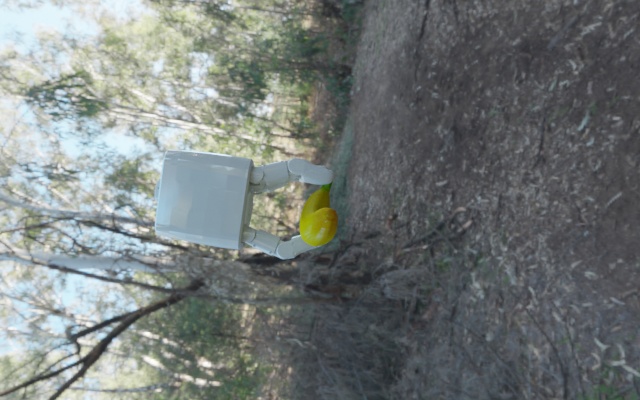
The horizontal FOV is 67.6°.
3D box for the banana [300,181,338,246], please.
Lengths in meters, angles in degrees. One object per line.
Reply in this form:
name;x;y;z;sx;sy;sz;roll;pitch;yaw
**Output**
banana;-0.004;0.019;0.569;0.037;0.070;0.197;11;14;-4
